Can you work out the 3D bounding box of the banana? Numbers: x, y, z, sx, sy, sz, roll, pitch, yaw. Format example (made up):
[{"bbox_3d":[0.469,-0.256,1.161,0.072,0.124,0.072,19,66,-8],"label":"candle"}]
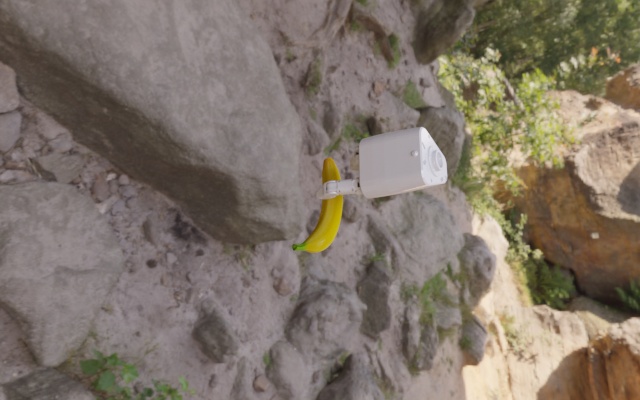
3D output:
[{"bbox_3d":[0.010,0.016,0.834,0.037,0.197,0.070,-10,-42,37],"label":"banana"}]
